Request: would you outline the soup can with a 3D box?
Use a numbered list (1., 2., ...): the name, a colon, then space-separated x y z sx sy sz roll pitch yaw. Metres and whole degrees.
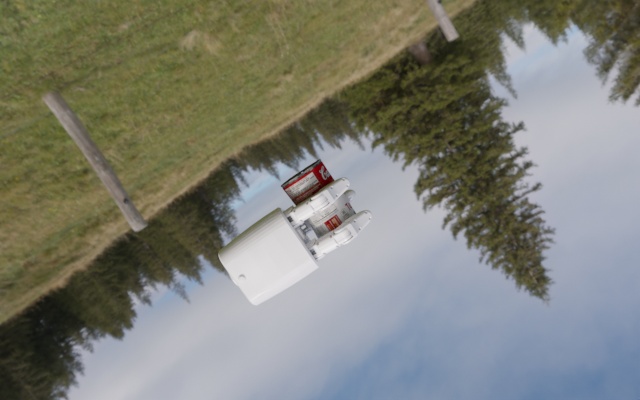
1. soup can: 0.001 0.002 0.675 0.068 0.102 0.068 -34 7 5
